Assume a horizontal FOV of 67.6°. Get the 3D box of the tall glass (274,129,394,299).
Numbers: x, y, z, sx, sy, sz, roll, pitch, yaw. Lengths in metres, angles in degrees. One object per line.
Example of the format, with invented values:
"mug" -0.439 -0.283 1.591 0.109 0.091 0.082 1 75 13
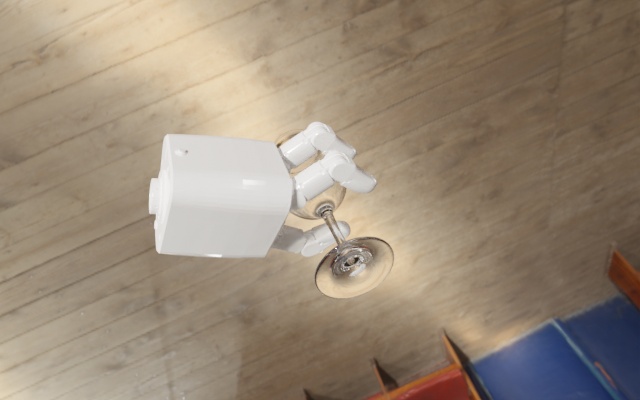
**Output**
"tall glass" 0.000 0.002 0.490 0.079 0.079 0.201 0 36 -22
